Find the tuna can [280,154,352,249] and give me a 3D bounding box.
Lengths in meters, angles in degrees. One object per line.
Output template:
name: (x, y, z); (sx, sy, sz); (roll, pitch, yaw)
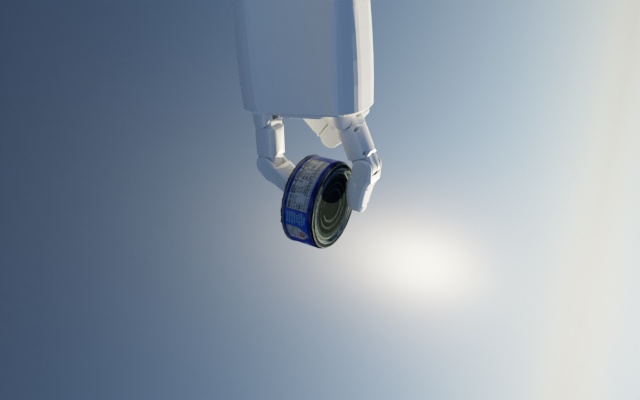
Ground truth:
tuna can: (0.001, 0.002, 0.452); (0.033, 0.086, 0.086); (16, 7, 27)
